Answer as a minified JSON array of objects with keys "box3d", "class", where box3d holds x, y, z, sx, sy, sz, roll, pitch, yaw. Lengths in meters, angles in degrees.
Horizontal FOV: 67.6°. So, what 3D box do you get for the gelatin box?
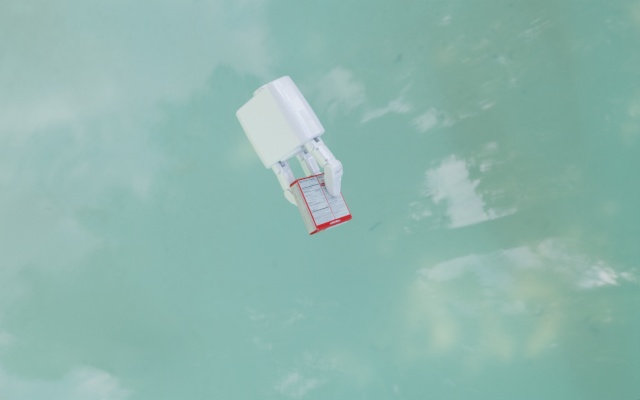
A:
[{"box3d":[0.000,0.003,0.765,0.073,0.089,0.030,-17,-11,-36],"class":"gelatin box"}]
